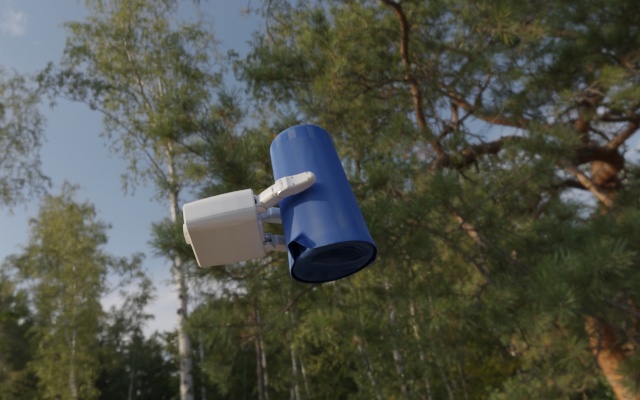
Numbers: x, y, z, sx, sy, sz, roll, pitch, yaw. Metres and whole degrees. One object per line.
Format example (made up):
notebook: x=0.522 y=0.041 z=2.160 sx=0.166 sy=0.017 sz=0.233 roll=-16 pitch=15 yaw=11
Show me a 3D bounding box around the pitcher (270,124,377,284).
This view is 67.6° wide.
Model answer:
pitcher: x=0.000 y=0.003 z=0.769 sx=0.145 sy=0.242 sz=0.149 roll=-13 pitch=-31 yaw=-5
